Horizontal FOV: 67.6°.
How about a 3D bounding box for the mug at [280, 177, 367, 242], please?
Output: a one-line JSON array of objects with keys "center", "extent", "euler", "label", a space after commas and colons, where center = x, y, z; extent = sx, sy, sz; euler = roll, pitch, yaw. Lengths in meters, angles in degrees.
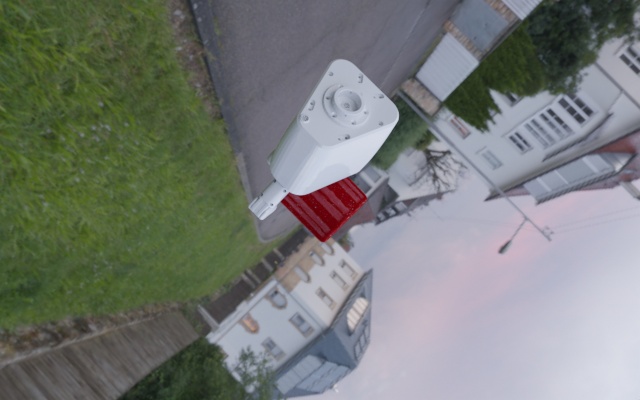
[{"center": [0.000, 0.003, 0.607], "extent": [0.093, 0.081, 0.117], "euler": [-43, -5, -27], "label": "mug"}]
